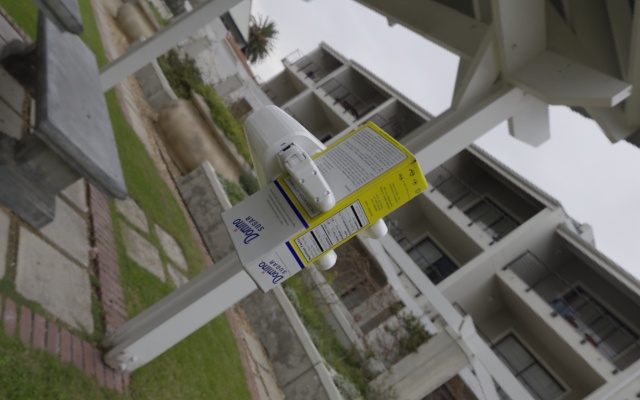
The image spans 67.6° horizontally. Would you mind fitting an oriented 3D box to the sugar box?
[{"bbox_3d":[0.000,0.002,0.446,0.176,0.048,0.093,-34,37,-3],"label":"sugar box"}]
